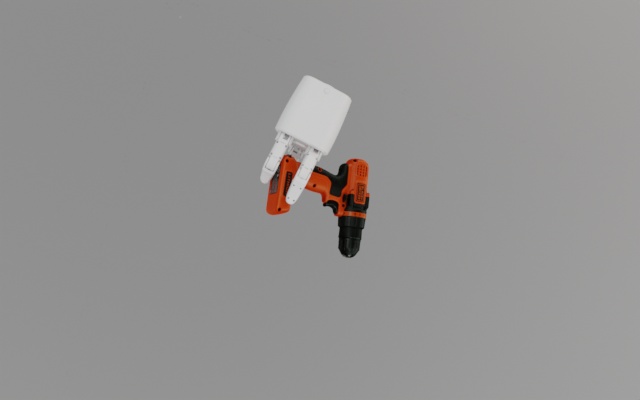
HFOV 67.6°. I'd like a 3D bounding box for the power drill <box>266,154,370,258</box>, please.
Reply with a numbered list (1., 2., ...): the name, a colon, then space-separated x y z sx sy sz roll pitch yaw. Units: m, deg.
1. power drill: 0.000 0.002 0.853 0.188 0.184 0.057 11 -11 -28
